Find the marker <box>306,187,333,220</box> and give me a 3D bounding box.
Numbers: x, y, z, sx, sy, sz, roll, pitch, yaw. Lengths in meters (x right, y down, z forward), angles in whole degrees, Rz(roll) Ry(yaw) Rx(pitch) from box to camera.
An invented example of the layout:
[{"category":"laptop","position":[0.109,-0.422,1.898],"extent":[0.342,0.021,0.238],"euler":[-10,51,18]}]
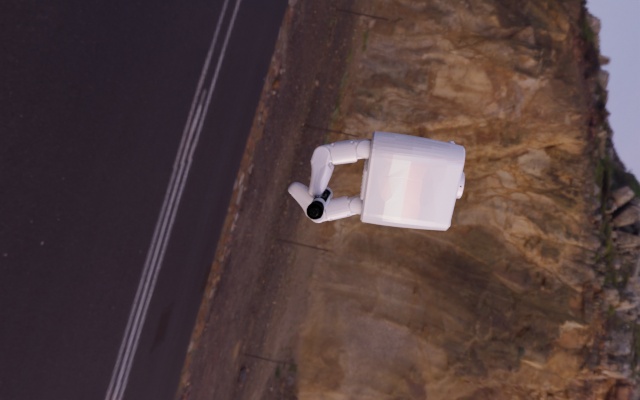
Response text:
[{"category":"marker","position":[0.000,0.002,0.562],"extent":[0.020,0.020,0.121],"euler":[0,10,6]}]
